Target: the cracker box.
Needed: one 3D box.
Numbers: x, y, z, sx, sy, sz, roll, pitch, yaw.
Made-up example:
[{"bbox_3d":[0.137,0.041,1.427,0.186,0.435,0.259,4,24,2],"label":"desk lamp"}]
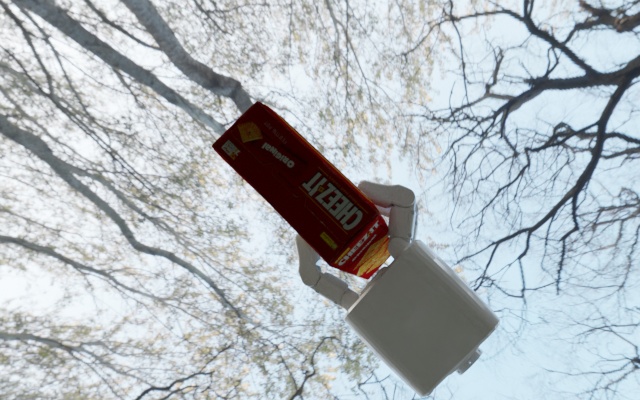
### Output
[{"bbox_3d":[0.000,0.002,0.518,0.164,0.072,0.214,43,0,19],"label":"cracker box"}]
